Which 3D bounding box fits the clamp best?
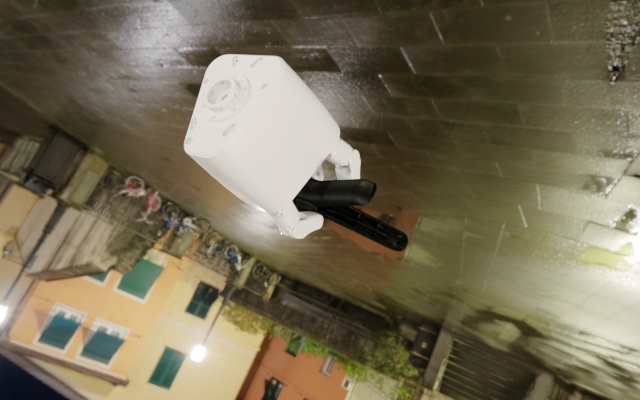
[{"bbox_3d":[-0.001,0.002,0.559,0.210,0.036,0.165,16,-18,35],"label":"clamp"}]
